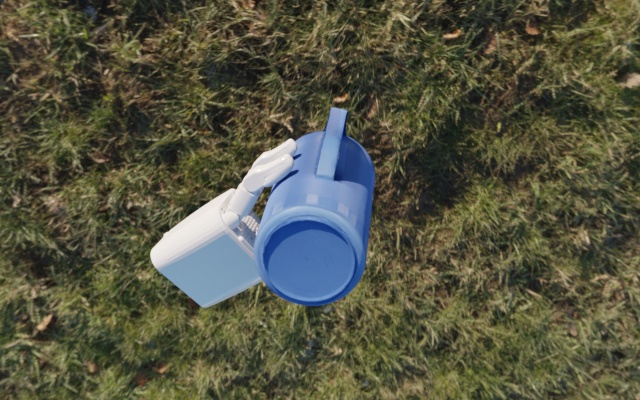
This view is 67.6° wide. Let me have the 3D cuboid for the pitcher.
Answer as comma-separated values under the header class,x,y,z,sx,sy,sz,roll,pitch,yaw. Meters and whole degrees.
class,x,y,z,sx,sy,sz,roll,pitch,yaw
pitcher,0.000,0.002,0.550,0.145,0.149,0.242,-30,16,16
